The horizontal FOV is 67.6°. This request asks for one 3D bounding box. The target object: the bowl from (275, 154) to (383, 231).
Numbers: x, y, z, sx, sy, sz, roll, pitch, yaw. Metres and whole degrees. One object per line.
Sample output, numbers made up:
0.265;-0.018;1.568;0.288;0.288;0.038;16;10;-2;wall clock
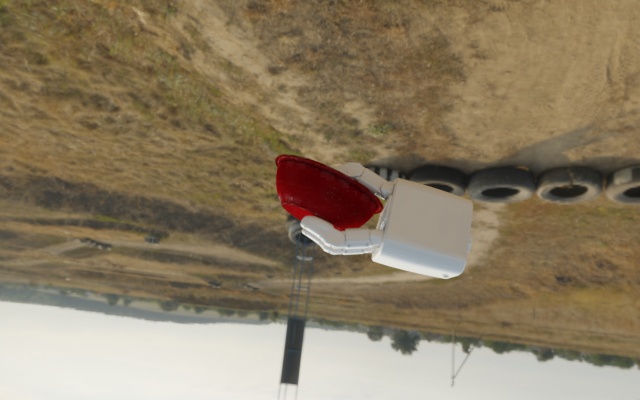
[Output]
-0.001;0.002;0.643;0.162;0.055;0.162;25;-13;6;bowl
